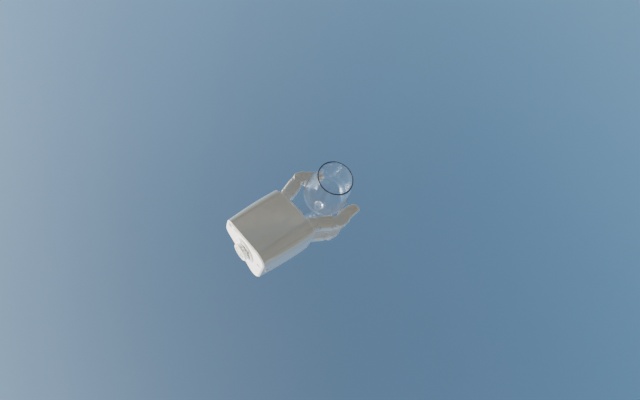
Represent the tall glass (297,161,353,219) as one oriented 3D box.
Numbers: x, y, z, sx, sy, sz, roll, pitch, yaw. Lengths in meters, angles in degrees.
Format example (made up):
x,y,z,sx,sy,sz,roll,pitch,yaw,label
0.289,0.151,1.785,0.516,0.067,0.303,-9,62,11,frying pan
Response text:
x,y,z,sx,sy,sz,roll,pitch,yaw,label
0.000,0.003,0.866,0.079,0.079,0.201,0,-24,-16,tall glass
